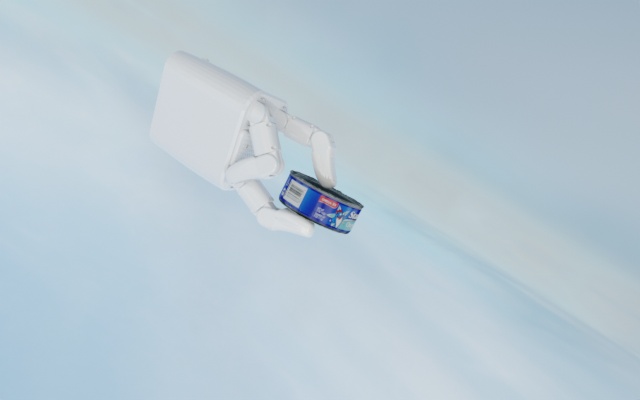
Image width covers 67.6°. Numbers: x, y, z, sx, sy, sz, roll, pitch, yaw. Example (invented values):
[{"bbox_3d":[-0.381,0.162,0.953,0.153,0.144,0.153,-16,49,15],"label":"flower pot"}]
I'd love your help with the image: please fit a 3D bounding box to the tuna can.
[{"bbox_3d":[0.000,0.002,0.501,0.086,0.034,0.086,26,7,-3],"label":"tuna can"}]
